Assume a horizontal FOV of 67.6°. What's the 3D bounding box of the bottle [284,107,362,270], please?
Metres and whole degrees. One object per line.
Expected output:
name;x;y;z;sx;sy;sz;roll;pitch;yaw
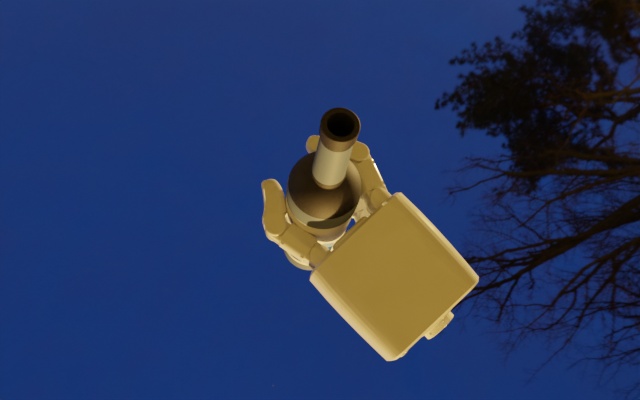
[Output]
bottle;0.000;0.002;0.458;0.069;0.069;0.296;0;-21;-6
